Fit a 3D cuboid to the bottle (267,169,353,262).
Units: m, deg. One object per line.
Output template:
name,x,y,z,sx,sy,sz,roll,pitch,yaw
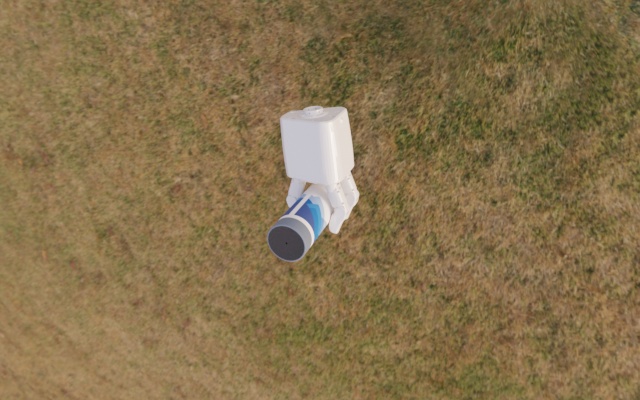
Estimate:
bottle,0.000,0.003,0.856,0.069,0.069,0.295,0,26,24
